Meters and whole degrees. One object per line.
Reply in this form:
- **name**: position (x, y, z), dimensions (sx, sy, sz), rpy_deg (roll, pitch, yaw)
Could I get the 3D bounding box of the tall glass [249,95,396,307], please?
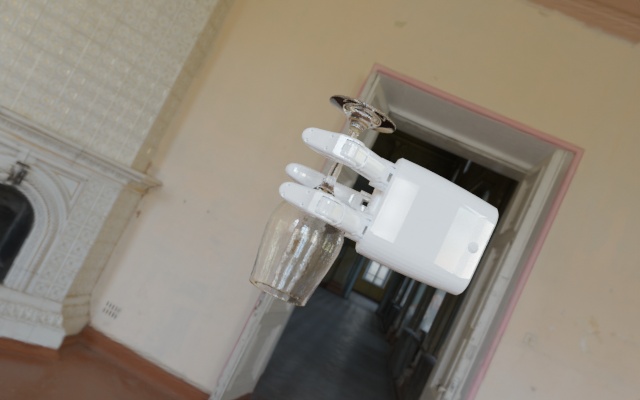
- **tall glass**: position (0.000, 0.001, 0.477), dimensions (0.079, 0.201, 0.079), rpy_deg (26, -4, 2)
